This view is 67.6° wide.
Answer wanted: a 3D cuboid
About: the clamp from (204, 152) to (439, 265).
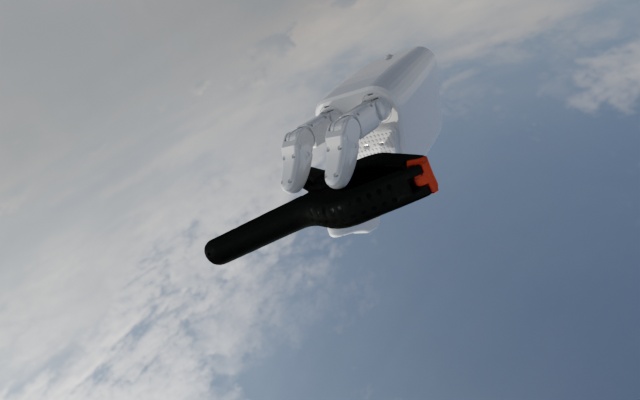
[{"bbox_3d":[0.001,0.002,0.428,0.210,0.036,0.164,-7,29,44],"label":"clamp"}]
